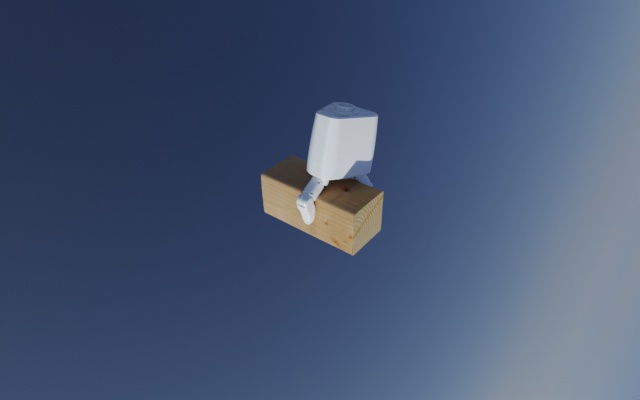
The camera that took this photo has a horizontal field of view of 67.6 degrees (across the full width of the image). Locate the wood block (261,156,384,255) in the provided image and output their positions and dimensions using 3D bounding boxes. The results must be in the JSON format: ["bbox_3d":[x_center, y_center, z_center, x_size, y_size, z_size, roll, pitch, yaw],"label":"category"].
[{"bbox_3d":[0.000,0.003,0.863,0.206,0.090,0.090,24,42,31],"label":"wood block"}]
